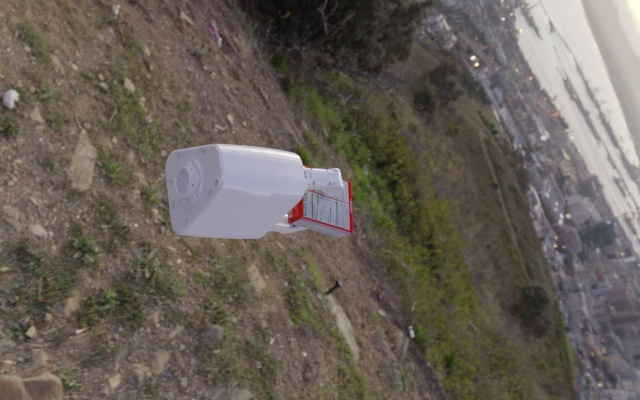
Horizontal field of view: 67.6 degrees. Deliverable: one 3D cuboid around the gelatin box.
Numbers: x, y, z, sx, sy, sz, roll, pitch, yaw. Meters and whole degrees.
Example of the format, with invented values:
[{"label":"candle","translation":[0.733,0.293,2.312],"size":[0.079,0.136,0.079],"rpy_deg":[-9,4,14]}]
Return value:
[{"label":"gelatin box","translation":[0.001,0.002,0.608],"size":[0.089,0.073,0.030],"rpy_deg":[18,-30,-36]}]
